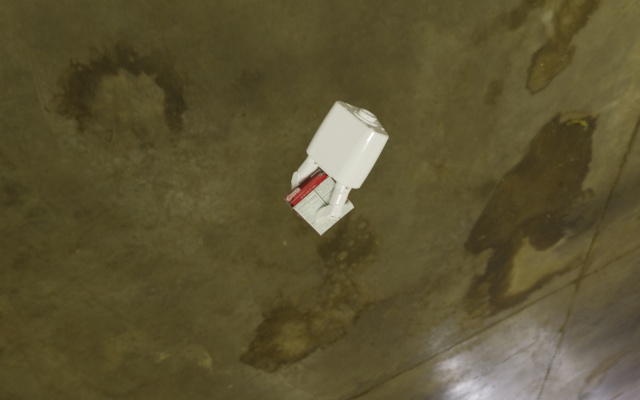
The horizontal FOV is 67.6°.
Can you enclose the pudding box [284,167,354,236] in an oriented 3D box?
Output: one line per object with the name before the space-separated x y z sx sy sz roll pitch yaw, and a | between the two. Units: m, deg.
pudding box | 0.000 0.003 0.874 0.113 0.090 0.039 48 3 -45
